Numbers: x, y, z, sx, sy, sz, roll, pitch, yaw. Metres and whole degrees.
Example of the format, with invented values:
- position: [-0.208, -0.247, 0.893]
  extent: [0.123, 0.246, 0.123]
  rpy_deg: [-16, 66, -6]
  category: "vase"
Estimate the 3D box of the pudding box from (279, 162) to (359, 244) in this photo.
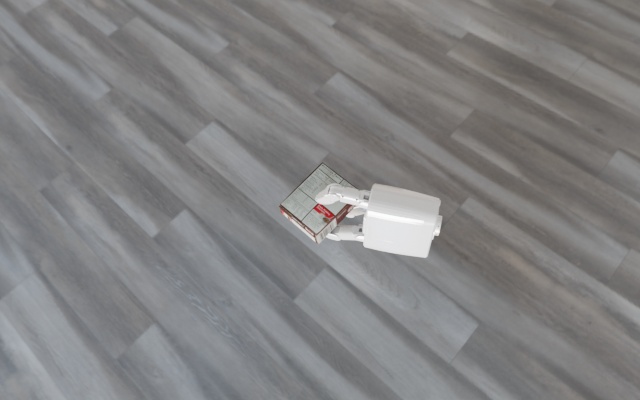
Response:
- position: [0.000, 0.003, 0.809]
  extent: [0.090, 0.113, 0.039]
  rpy_deg: [39, -19, 22]
  category: "pudding box"
